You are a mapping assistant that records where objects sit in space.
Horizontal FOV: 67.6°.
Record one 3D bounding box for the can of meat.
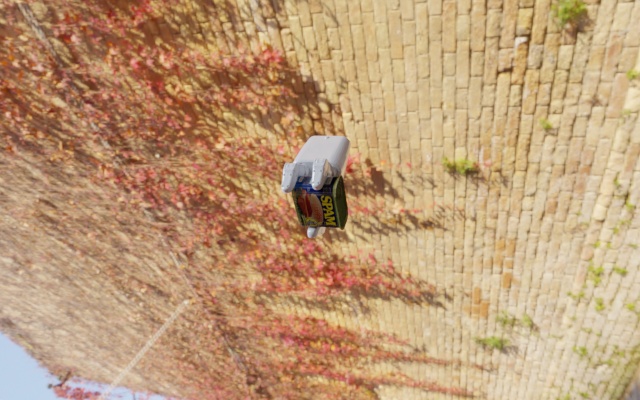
[{"bbox_3d":[0.000,0.003,0.875,0.084,0.102,0.057,2,39,18],"label":"can of meat"}]
